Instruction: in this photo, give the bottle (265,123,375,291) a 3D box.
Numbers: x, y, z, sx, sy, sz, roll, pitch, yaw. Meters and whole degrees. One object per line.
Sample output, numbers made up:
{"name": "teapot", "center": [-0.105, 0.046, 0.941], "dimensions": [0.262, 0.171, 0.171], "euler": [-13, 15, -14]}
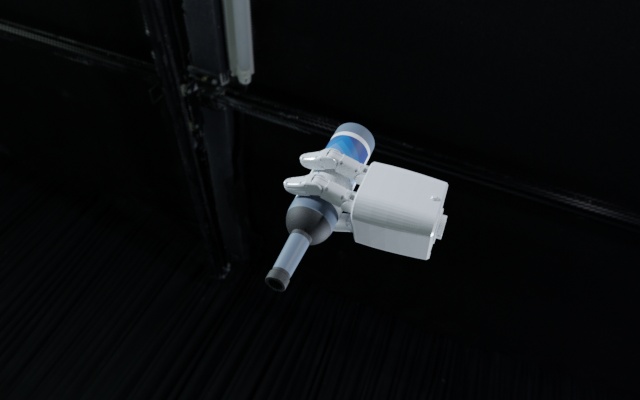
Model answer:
{"name": "bottle", "center": [0.000, 0.002, 0.667], "dimensions": [0.069, 0.069, 0.295], "euler": [0, 42, 30]}
